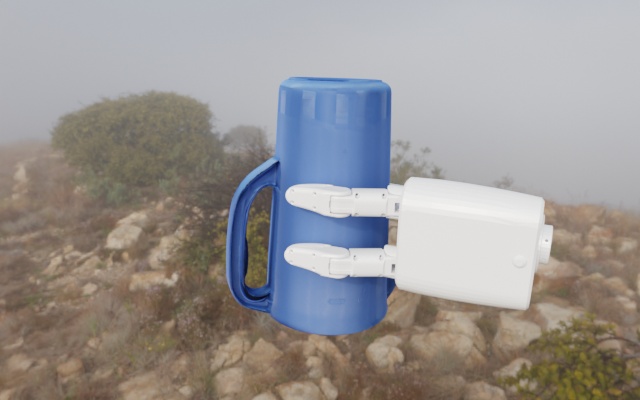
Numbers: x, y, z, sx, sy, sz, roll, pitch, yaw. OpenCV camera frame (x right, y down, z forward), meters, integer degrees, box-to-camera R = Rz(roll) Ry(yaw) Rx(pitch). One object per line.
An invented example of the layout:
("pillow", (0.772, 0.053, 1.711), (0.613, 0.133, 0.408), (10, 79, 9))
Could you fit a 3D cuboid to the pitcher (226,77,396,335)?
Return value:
("pitcher", (0.000, 0.002, 0.482), (0.145, 0.243, 0.149), (9, 17, 25))
